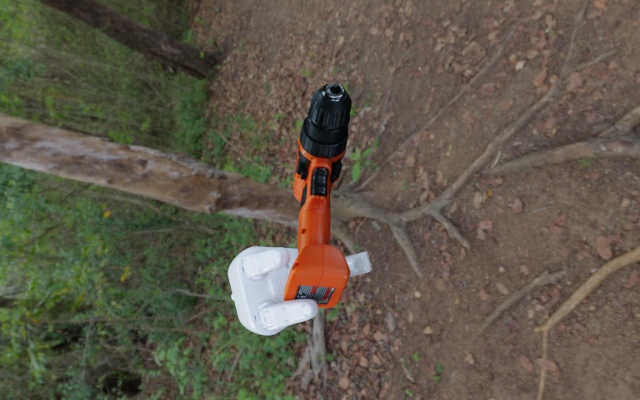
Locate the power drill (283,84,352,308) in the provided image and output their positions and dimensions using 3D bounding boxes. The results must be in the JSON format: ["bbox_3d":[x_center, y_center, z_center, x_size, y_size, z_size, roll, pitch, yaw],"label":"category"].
[{"bbox_3d":[0.000,0.002,0.489,0.057,0.187,0.185,6,-32,-4],"label":"power drill"}]
